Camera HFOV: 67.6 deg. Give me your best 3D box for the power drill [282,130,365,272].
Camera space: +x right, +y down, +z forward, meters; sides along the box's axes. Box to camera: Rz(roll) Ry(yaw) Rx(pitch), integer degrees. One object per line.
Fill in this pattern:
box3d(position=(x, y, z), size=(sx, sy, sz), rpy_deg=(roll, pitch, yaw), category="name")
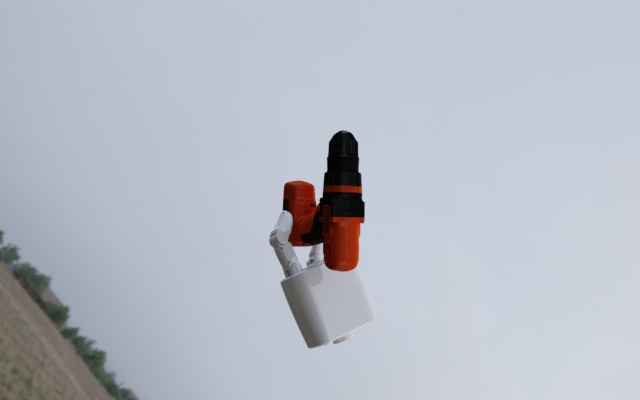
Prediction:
box3d(position=(0.000, 0.003, 0.687), size=(0.057, 0.184, 0.187), rpy_deg=(4, -3, -23), category="power drill")
